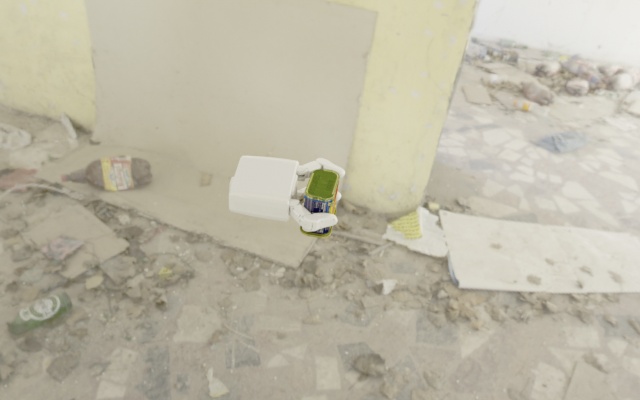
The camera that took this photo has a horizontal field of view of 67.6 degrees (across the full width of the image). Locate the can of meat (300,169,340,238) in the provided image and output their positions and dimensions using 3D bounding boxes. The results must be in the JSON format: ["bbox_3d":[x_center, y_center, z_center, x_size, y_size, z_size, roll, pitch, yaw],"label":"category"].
[{"bbox_3d":[0.000,0.003,0.855,0.057,0.084,0.102,10,35,5],"label":"can of meat"}]
